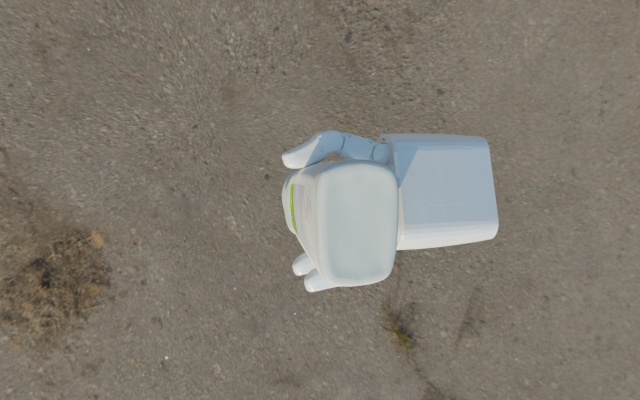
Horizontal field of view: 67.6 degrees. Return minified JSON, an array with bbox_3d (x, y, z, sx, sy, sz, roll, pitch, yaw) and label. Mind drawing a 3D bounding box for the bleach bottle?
[{"bbox_3d":[0.000,0.002,0.481,0.068,0.102,0.251,-3,10,-13],"label":"bleach bottle"}]
